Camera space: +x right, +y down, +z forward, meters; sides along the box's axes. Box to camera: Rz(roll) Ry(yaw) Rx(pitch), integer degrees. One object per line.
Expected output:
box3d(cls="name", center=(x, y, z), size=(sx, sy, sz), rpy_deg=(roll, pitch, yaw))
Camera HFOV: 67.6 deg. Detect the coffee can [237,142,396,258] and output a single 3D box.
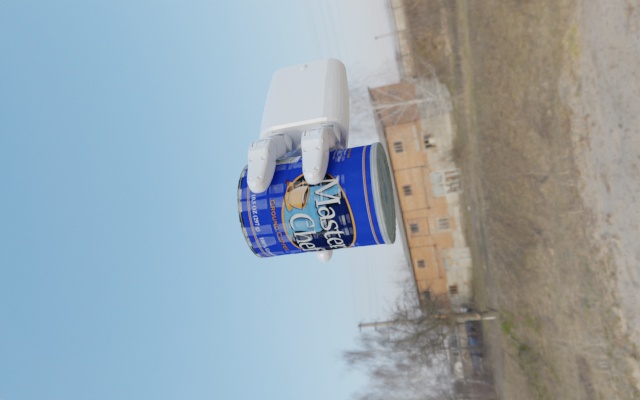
box3d(cls="coffee can", center=(0.000, 0.002, 0.492), size=(0.140, 0.103, 0.103), rpy_deg=(-8, -2, 15))
